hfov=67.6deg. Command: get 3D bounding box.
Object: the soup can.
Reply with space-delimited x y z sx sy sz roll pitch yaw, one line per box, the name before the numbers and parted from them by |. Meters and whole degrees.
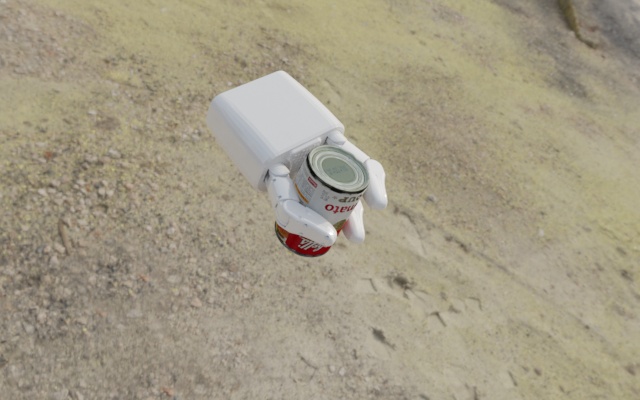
soup can | 0.000 0.002 0.492 0.068 0.068 0.102 0 -42 -30
